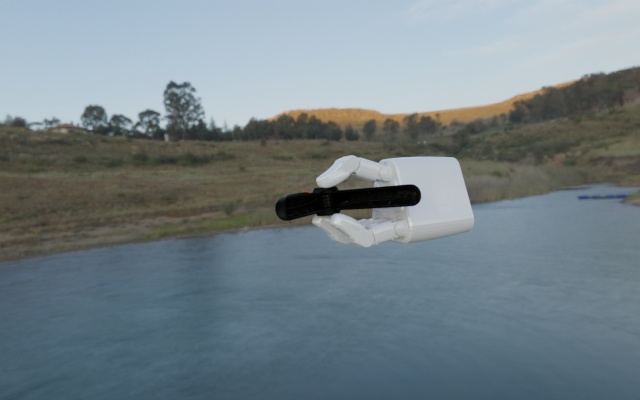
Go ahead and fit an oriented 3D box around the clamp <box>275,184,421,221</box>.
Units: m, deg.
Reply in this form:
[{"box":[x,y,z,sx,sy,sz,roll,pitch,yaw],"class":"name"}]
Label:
[{"box":[0.000,0.001,0.593,0.164,0.036,0.210,-5,2,-23],"class":"clamp"}]
